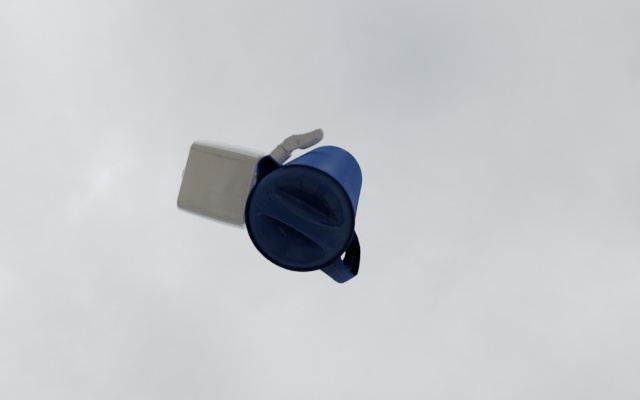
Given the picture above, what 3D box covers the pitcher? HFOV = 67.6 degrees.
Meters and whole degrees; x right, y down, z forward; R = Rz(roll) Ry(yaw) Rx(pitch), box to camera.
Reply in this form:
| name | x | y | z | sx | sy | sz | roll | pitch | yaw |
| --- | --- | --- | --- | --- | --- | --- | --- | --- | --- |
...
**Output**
| name | x | y | z | sx | sy | sz | roll | pitch | yaw |
| --- | --- | --- | --- | --- | --- | --- | --- | --- | --- |
| pitcher | 0.000 | 0.002 | 0.667 | 0.145 | 0.149 | 0.242 | 12 | 17 | 8 |
